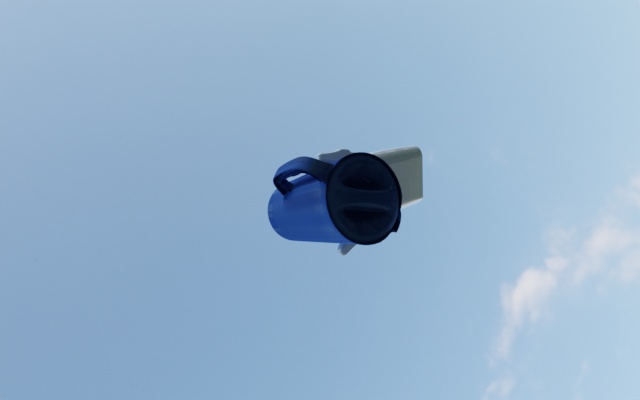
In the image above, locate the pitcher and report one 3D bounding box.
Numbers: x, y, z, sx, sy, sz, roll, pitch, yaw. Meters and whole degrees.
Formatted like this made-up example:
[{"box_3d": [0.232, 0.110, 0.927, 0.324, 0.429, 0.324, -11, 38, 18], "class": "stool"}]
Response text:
[{"box_3d": [0.000, 0.003, 0.770, 0.145, 0.149, 0.243, -18, 3, -31], "class": "pitcher"}]
